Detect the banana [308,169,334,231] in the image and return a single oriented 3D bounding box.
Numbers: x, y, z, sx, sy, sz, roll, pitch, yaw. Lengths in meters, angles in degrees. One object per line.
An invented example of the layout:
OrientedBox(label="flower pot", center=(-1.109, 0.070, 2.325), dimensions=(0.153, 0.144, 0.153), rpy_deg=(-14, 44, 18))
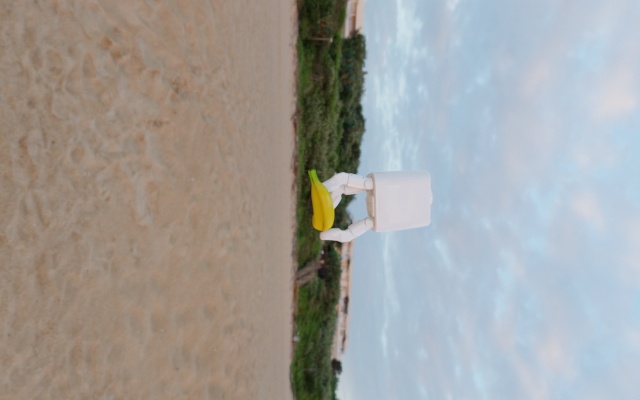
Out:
OrientedBox(label="banana", center=(0.003, 0.018, 0.865), dimensions=(0.037, 0.069, 0.198), rpy_deg=(-9, -26, -4))
